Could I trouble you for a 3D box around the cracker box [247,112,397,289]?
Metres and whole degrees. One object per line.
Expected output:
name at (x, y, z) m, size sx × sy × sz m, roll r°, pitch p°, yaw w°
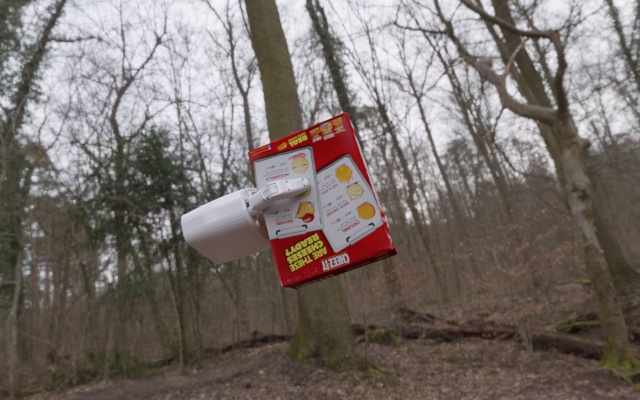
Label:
cracker box at (0.000, 0.002, 0.700) m, size 0.164 × 0.213 × 0.072 m, roll -21°, pitch -18°, yaw 11°
